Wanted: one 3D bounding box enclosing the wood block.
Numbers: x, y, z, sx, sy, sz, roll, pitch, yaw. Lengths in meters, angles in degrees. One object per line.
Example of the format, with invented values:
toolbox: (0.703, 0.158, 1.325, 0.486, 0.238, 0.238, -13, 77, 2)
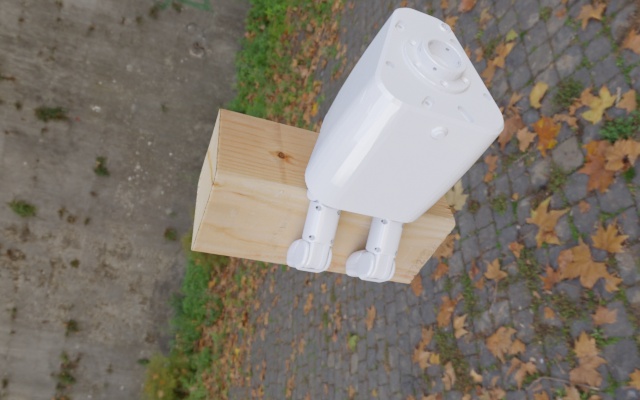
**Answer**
wood block: (0.000, 0.001, 0.429, 0.206, 0.090, 0.090, 12, 40, -19)
